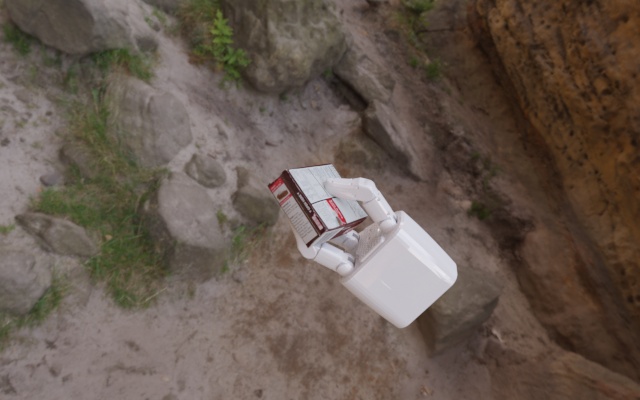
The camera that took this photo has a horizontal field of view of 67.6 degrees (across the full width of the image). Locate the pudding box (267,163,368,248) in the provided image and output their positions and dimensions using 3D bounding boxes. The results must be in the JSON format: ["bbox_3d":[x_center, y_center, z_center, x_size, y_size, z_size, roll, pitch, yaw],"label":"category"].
[{"bbox_3d":[0.000,0.002,0.585,0.039,0.090,0.113,-41,-13,27],"label":"pudding box"}]
